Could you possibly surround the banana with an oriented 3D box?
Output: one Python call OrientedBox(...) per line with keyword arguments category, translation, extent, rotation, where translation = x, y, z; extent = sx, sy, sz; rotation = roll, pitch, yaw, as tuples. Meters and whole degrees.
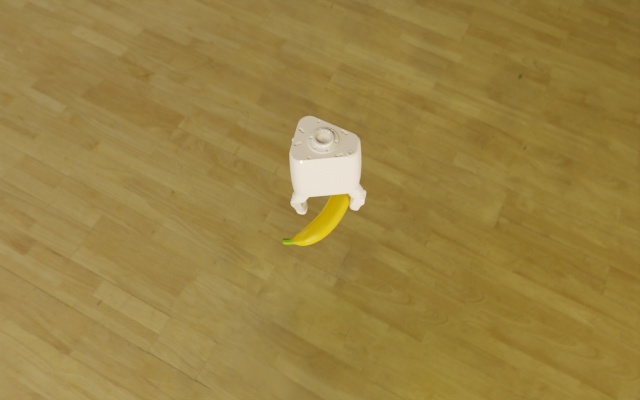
OrientedBox(category="banana", translation=(0.013, 0.014, 0.882), extent=(0.069, 0.197, 0.037), rotation=(31, -21, 23))
